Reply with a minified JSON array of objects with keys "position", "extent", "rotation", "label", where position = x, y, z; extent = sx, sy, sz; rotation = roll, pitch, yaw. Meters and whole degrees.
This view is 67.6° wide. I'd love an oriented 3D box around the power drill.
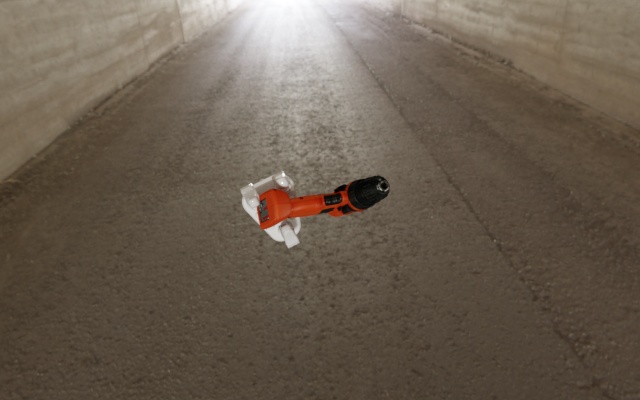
[{"position":[0.000,0.003,0.785],"extent":[0.187,0.057,0.184],"rotation":[-6,-10,-25],"label":"power drill"}]
